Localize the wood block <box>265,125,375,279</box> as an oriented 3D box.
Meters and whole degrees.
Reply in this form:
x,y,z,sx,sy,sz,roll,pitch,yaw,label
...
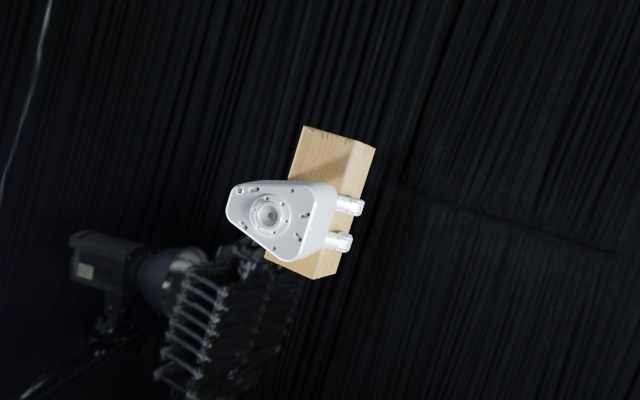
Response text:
x,y,z,sx,sy,sz,roll,pitch,yaw,label
0.000,0.002,0.726,0.091,0.206,0.090,20,7,23,wood block
